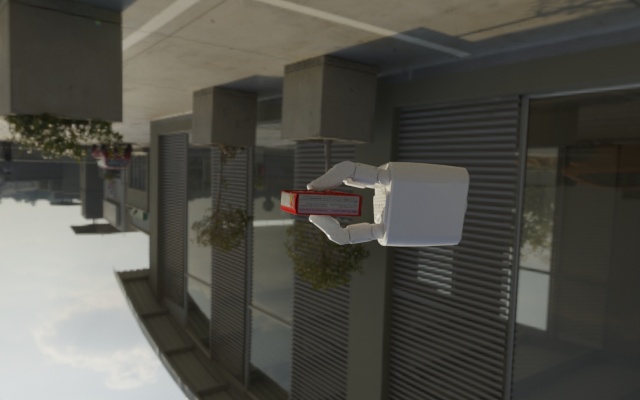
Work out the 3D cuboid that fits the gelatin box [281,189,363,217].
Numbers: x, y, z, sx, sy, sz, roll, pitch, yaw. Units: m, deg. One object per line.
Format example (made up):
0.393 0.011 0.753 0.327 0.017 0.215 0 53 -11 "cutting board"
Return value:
0.000 0.002 0.621 0.089 0.030 0.073 1 4 -19 "gelatin box"
